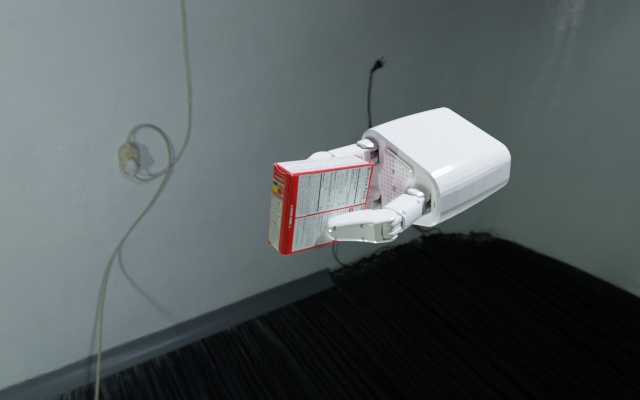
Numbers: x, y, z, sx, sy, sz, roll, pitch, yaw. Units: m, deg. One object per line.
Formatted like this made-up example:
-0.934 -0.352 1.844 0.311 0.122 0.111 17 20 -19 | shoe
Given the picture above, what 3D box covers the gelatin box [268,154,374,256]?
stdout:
0.000 0.002 0.412 0.089 0.073 0.030 -11 30 -36 | gelatin box
